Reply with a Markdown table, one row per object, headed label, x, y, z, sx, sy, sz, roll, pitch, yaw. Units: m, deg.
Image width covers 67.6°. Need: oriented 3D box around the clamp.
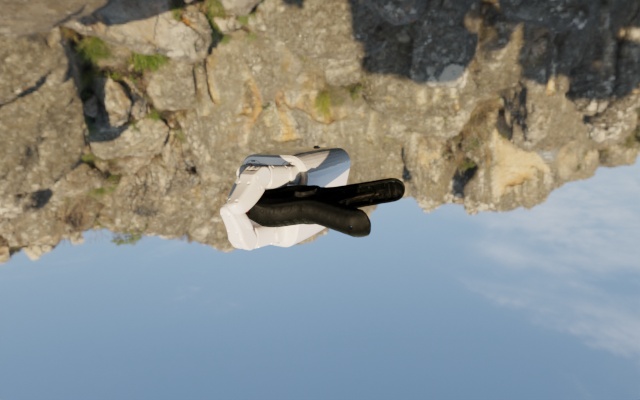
| label | x | y | z | sx | sy | sz | roll | pitch | yaw |
| --- | --- | --- | --- | --- | --- | --- | --- | --- | --- |
| clamp | 0.000 | 0.002 | 0.491 | 0.171 | 0.039 | 0.120 | 6 | 15 | 34 |
